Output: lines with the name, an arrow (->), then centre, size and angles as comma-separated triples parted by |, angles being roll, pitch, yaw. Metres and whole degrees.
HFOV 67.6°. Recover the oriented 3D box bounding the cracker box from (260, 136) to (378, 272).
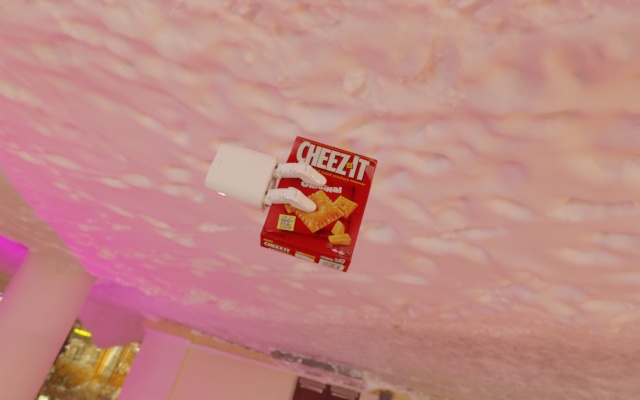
cracker box -> 0.000, 0.003, 0.873 | 0.164, 0.213, 0.072 | 17, -26, 1
